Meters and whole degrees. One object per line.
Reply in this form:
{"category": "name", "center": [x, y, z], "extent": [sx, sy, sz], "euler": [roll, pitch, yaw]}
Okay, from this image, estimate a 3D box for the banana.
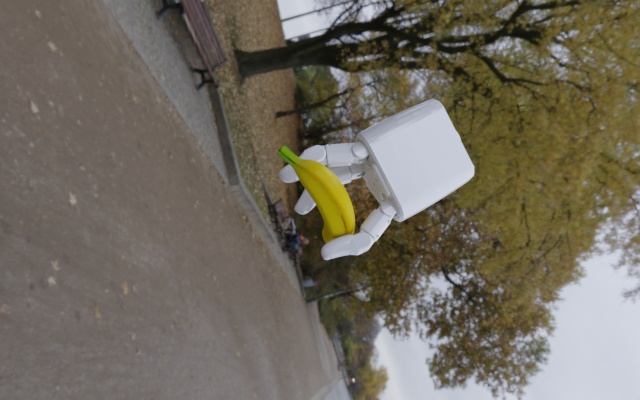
{"category": "banana", "center": [0.011, 0.010, 0.556], "extent": [0.069, 0.037, 0.198], "euler": [41, -16, 35]}
